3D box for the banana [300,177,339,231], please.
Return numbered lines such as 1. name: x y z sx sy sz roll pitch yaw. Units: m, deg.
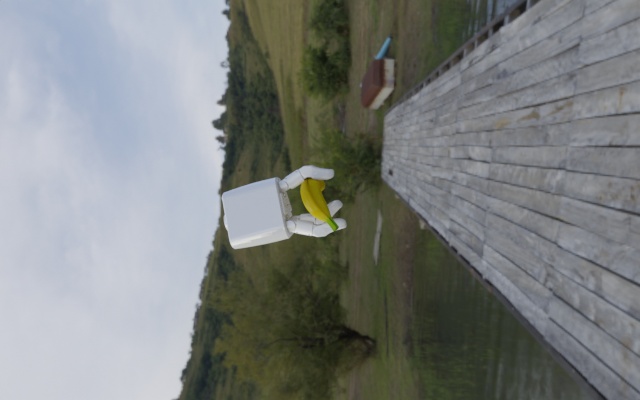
1. banana: -0.009 -0.010 0.865 0.037 0.070 0.197 -31 24 9
